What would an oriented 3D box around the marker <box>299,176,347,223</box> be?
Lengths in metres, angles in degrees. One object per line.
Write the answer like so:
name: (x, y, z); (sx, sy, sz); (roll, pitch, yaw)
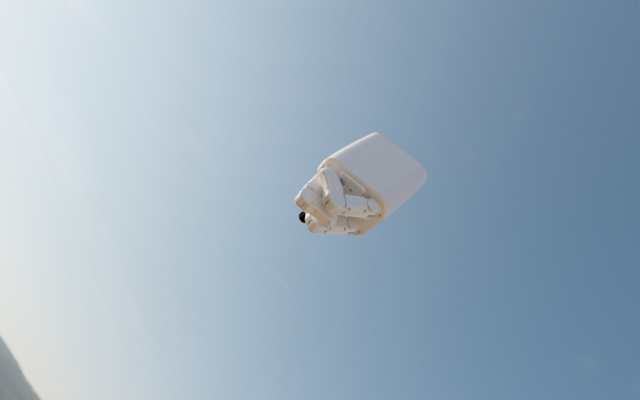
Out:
marker: (0.000, 0.002, 0.659); (0.020, 0.020, 0.121); (0, -25, -28)
